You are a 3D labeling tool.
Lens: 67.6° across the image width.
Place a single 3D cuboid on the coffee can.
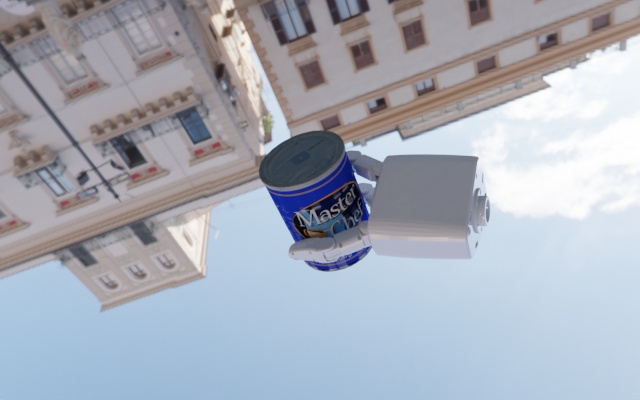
[{"bbox_3d":[0.000,0.002,0.577,0.103,0.140,0.102,-15,38,12],"label":"coffee can"}]
